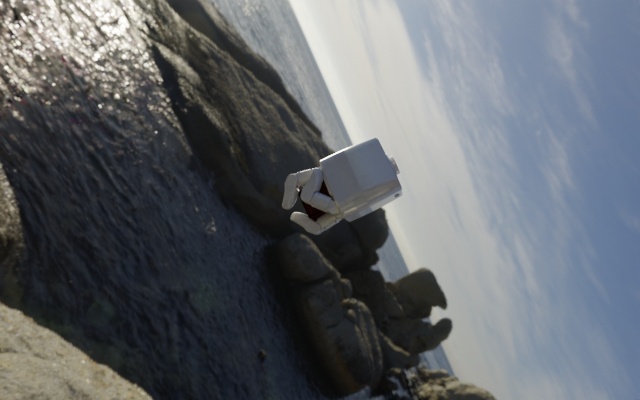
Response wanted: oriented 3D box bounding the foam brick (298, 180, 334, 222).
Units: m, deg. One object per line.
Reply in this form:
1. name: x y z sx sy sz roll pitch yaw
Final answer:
1. foam brick: 0.000 0.003 0.844 0.051 0.053 0.078 -26 -13 6
